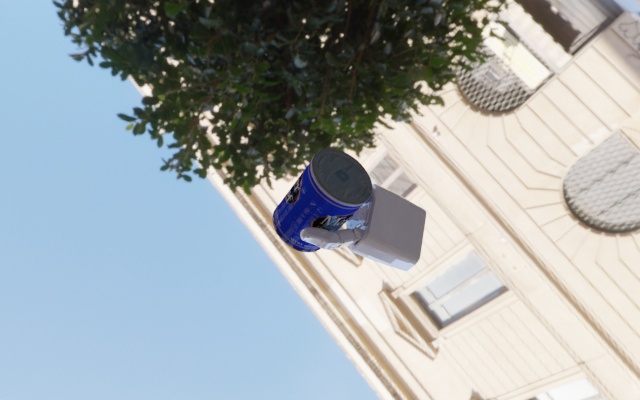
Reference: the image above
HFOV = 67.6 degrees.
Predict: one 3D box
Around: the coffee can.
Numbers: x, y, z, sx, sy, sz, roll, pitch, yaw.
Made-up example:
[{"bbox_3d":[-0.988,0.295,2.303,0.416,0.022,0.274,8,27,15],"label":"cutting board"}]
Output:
[{"bbox_3d":[0.000,0.002,0.742,0.103,0.102,0.140,0,-34,-35],"label":"coffee can"}]
